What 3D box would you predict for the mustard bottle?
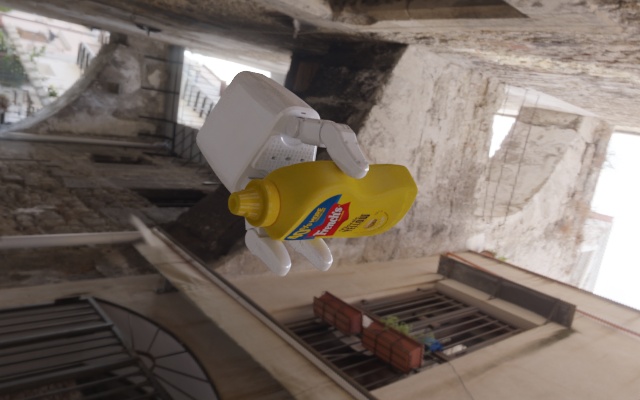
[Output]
[{"bbox_3d":[0.000,0.002,0.453,0.191,0.058,0.096,0,-32,-41],"label":"mustard bottle"}]
